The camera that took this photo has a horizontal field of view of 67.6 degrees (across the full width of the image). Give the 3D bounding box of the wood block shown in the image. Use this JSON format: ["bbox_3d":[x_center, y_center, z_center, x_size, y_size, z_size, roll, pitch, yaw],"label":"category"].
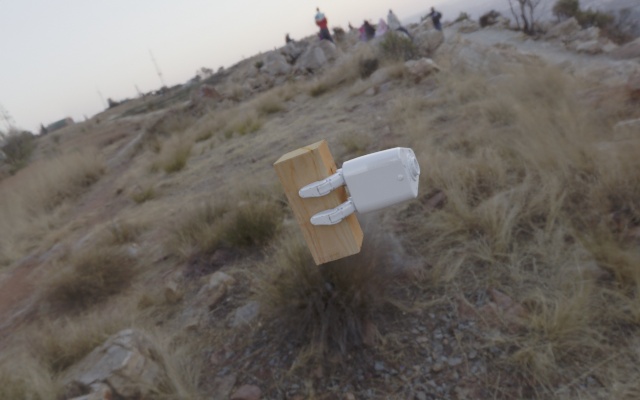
[{"bbox_3d":[0.001,0.003,0.897,0.090,0.206,0.090,-19,13,15],"label":"wood block"}]
